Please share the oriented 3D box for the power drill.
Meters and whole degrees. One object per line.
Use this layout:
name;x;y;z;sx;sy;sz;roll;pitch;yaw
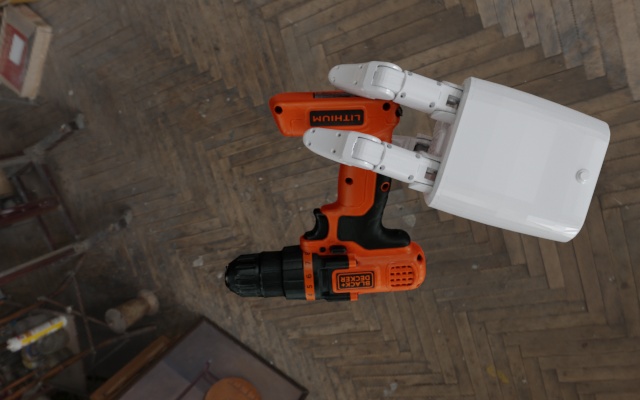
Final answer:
power drill;0.000;0.001;0.418;0.184;0.188;0.057;-4;22;-2
